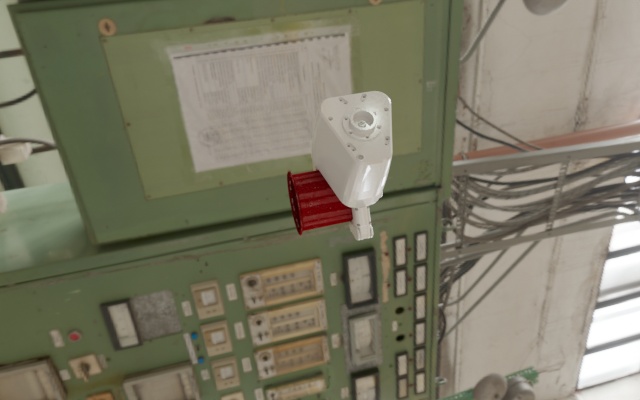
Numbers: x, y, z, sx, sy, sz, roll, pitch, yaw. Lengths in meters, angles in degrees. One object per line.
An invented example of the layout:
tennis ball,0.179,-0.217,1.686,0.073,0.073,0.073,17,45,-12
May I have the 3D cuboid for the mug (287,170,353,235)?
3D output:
mug,0.000,0.003,0.699,0.081,0.093,0.117,-11,-25,-10
